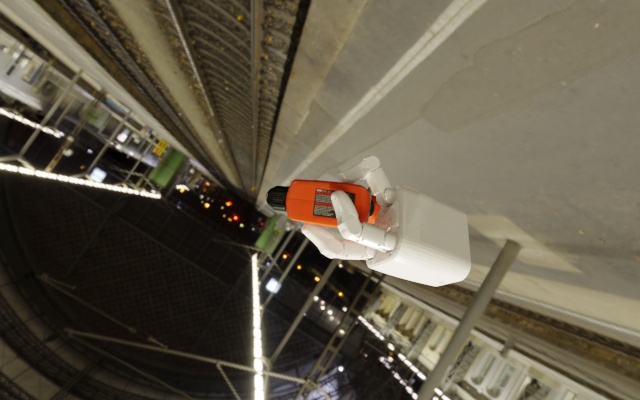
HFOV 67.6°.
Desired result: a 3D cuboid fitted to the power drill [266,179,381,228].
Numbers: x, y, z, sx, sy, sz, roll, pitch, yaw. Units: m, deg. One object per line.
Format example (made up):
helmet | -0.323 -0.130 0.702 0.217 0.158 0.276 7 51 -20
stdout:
power drill | 0.000 0.002 0.686 0.184 0.057 0.187 5 1 4
